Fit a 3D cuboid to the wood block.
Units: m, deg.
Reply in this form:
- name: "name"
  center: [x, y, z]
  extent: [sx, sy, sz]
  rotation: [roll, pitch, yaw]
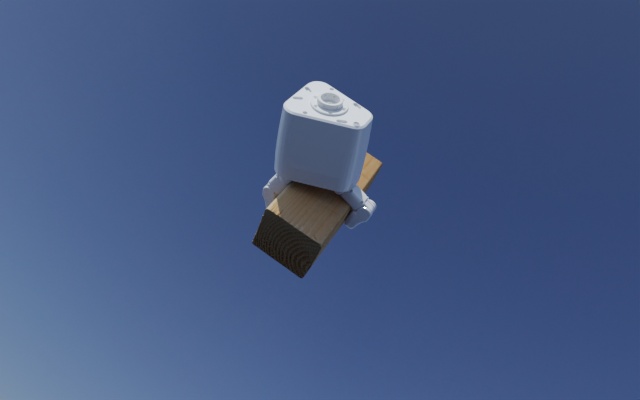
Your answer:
- name: "wood block"
  center: [0.001, 0.002, 0.710]
  extent: [0.091, 0.090, 0.206]
  rotation: [35, 47, 6]
